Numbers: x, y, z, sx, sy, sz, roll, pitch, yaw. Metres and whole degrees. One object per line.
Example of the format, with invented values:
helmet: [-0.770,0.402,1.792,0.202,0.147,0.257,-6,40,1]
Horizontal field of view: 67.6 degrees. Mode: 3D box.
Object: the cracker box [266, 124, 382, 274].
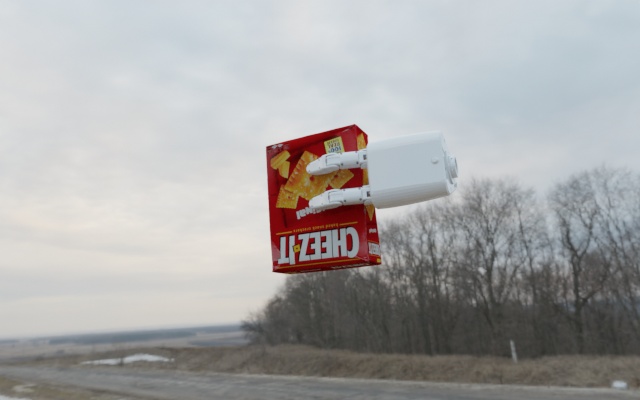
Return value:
cracker box: [0.000,0.002,0.759,0.164,0.213,0.072,-10,-14,23]
